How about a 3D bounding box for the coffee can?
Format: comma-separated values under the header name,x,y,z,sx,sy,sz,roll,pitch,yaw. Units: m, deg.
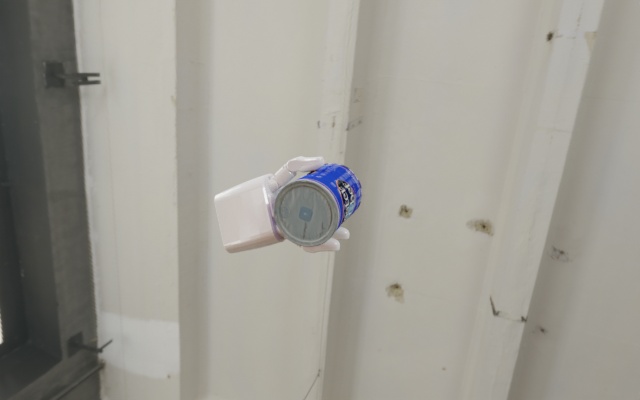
name,x,y,z,sx,sy,sz,roll,pitch,yaw
coffee can,0.000,0.002,0.763,0.103,0.103,0.140,0,15,20
